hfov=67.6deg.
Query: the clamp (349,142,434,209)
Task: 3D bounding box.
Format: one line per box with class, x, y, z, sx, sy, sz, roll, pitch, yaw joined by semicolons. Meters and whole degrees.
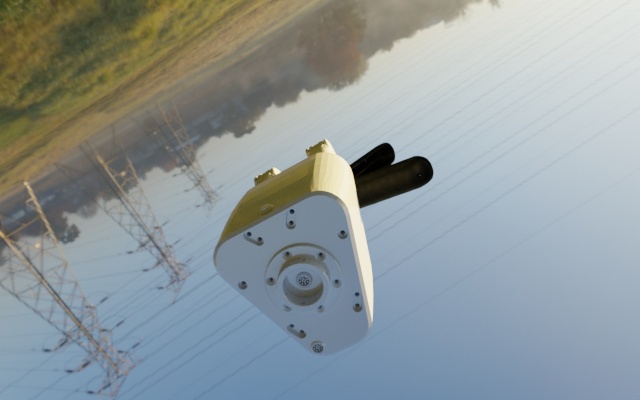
clamp;0.000;0.003;0.466;0.210;0.036;0.164;-27;10;10
